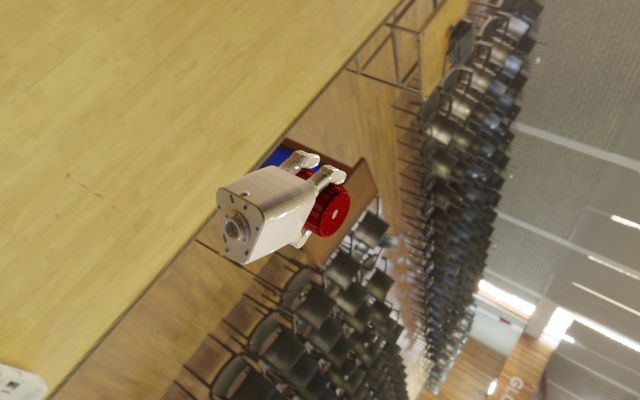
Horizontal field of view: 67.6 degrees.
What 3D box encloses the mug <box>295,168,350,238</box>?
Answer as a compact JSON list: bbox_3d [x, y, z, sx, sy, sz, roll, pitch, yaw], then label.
[{"bbox_3d":[0.001,0.002,0.761,0.081,0.093,0.117,28,34,28],"label":"mug"}]
